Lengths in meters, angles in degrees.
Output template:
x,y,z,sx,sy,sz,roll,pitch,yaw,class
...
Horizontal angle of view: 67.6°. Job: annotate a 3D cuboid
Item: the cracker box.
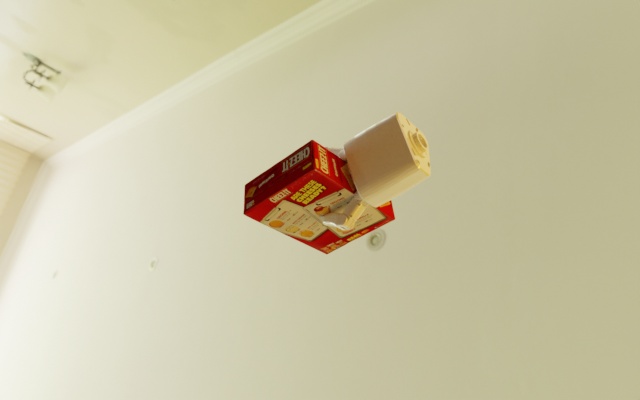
x,y,z,sx,sy,sz,roll,pitch,yaw,class
0.000,0.003,0.827,0.164,0.072,0.214,-30,-42,30,cracker box
